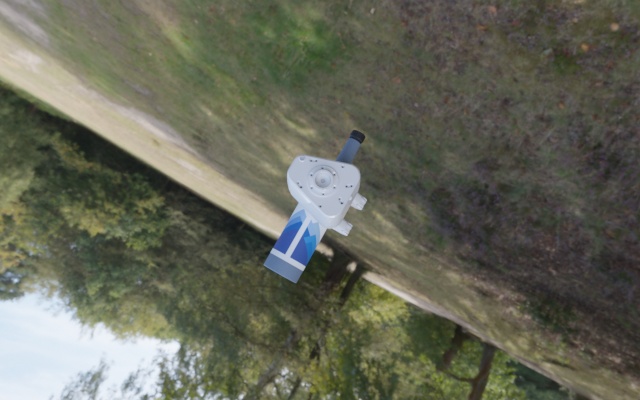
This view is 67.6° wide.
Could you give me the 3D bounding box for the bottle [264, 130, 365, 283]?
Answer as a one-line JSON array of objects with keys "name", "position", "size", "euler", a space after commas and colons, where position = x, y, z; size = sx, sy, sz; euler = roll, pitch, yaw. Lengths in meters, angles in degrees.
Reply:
[{"name": "bottle", "position": [0.000, 0.003, 0.862], "size": [0.069, 0.295, 0.069], "euler": [29, -9, 5]}]
